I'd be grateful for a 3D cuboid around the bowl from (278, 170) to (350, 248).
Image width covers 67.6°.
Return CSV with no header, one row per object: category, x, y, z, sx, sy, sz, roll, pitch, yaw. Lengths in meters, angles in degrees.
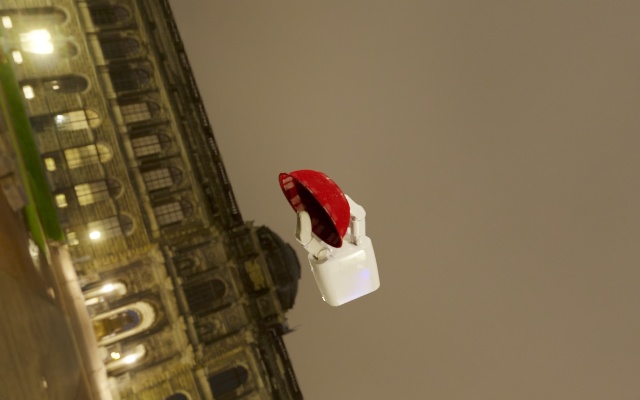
bowl,0.000,0.002,0.812,0.055,0.162,0.162,-40,13,-17
